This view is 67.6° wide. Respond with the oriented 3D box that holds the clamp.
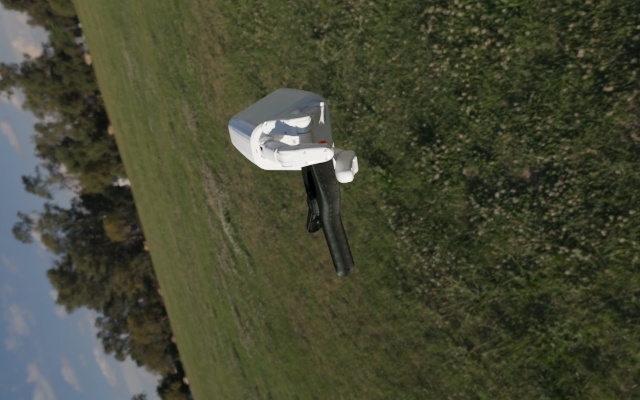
[{"bbox_3d":[0.000,0.002,0.609,0.039,0.171,0.120,-19,26,-22],"label":"clamp"}]
